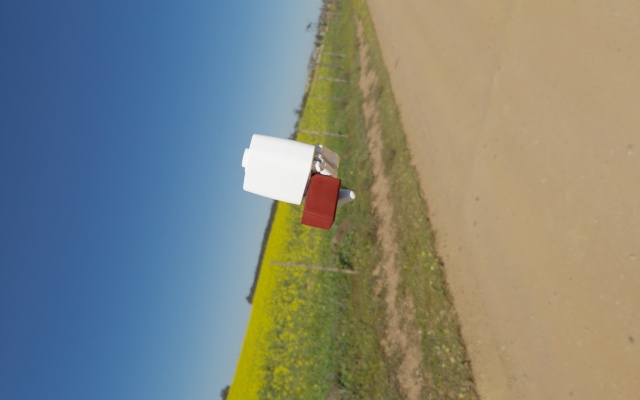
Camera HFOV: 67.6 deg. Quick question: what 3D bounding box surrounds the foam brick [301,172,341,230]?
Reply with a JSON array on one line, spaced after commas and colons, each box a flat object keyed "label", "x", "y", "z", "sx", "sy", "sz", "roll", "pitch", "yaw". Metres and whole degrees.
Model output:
[{"label": "foam brick", "x": 0.000, "y": 0.003, "z": 0.807, "sx": 0.051, "sy": 0.078, "sz": 0.053, "roll": 13, "pitch": -25, "yaw": -6}]
